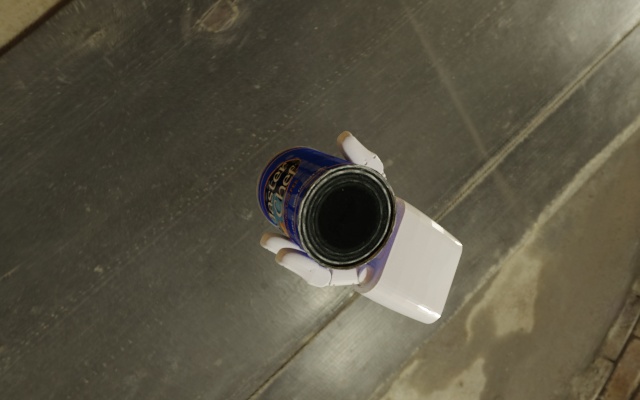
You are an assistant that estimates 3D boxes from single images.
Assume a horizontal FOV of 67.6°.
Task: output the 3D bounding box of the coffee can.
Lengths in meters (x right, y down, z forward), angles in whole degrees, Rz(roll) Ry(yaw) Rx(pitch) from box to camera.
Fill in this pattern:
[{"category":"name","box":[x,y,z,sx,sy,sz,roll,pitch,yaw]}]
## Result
[{"category":"coffee can","box":[0.000,0.001,0.504,0.103,0.103,0.140,0,13,-23]}]
